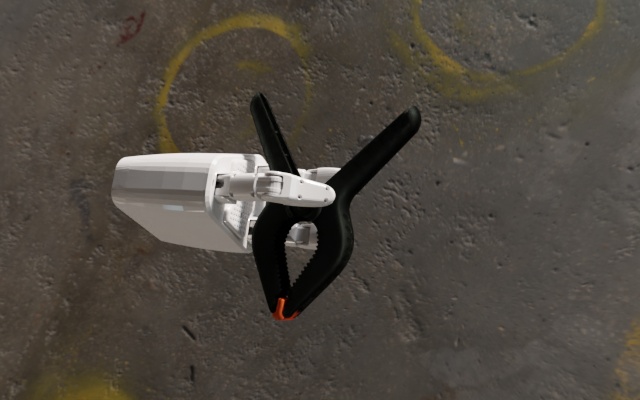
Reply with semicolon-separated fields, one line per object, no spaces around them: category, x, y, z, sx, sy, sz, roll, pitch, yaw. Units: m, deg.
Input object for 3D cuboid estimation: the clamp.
clamp;-0.001;0.002;0.420;0.164;0.210;0.036;3;-11;21
